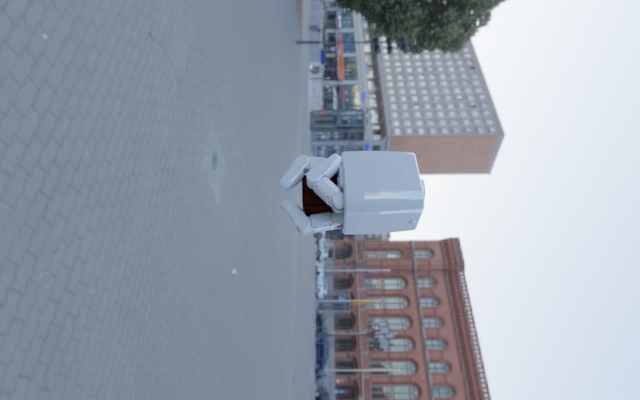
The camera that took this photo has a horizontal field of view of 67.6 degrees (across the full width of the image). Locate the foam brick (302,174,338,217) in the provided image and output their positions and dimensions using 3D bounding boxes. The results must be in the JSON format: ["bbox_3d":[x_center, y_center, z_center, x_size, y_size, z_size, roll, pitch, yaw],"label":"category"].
[{"bbox_3d":[0.000,0.002,0.708,0.051,0.053,0.078,-2,-27,0],"label":"foam brick"}]
